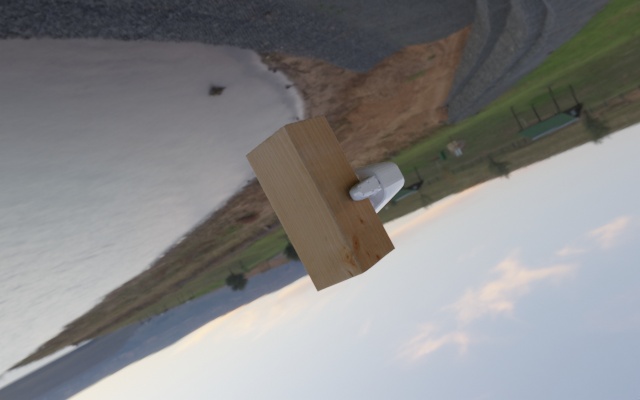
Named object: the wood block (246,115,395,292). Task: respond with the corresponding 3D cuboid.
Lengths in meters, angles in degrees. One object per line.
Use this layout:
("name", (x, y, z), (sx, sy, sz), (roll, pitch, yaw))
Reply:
("wood block", (0.001, 0.002, 0.642), (0.091, 0.206, 0.090), (-30, -3, 40))
